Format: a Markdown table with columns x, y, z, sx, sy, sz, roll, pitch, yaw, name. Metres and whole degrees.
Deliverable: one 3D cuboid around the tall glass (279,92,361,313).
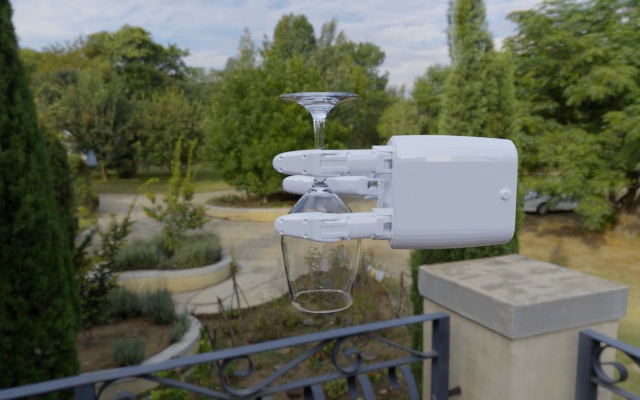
| x | y | z | sx | sy | sz | roll | pitch | yaw | name |
| --- | --- | --- | --- | --- | --- | --- | --- | --- | --- |
| 0.000 | 0.001 | 0.459 | 0.079 | 0.201 | 0.079 | 0 | 8 | 0 | tall glass |
